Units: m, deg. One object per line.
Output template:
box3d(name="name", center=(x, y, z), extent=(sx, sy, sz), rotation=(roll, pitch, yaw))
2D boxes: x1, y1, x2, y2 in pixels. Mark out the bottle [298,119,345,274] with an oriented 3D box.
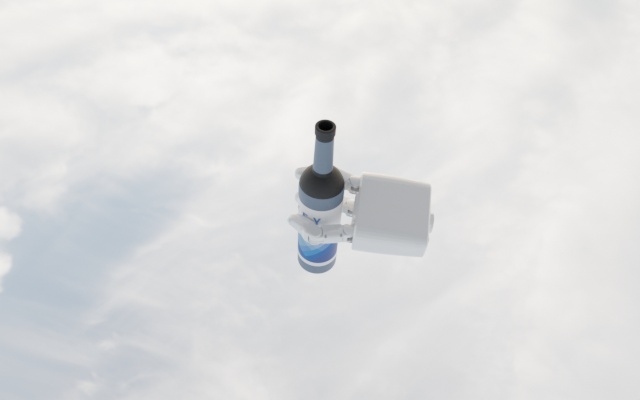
box3d(name="bottle", center=(0.000, 0.002, 0.710), extent=(0.069, 0.069, 0.296), rotation=(0, -41, -3))
